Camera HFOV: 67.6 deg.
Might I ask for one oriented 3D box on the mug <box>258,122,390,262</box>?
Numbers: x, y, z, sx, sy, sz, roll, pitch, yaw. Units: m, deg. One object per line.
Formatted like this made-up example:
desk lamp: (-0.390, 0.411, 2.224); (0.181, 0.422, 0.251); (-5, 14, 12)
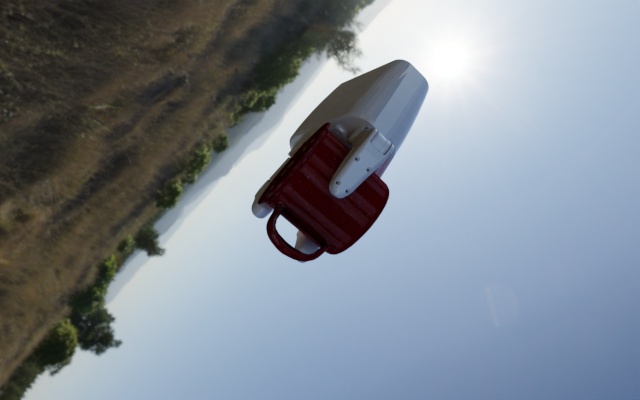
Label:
mug: (0.000, 0.002, 0.411); (0.081, 0.117, 0.093); (41, -35, -10)
